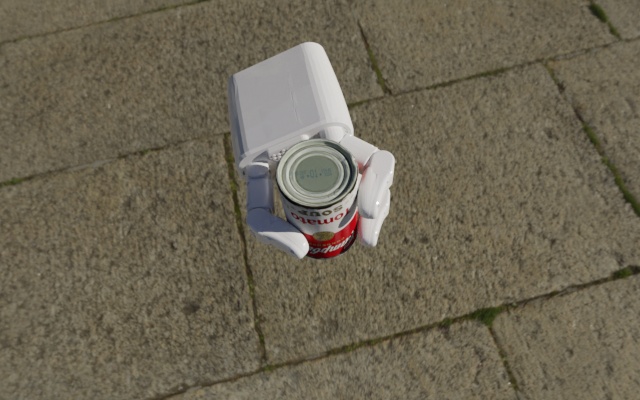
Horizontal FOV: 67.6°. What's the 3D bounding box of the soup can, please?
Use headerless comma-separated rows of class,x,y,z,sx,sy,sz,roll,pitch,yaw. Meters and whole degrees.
soup can,0.000,0.002,0.420,0.068,0.068,0.102,0,-29,4
